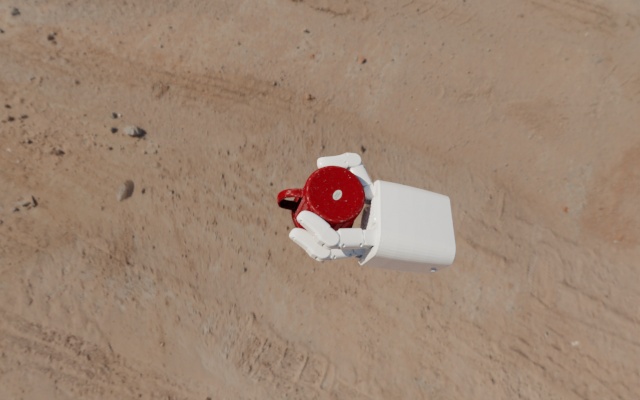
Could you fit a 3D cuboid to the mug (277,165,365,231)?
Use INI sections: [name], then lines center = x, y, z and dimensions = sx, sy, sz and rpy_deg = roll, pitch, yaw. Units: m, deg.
[mug]
center = -0.001, 0.002, 0.644
dimensions = 0.117, 0.093, 0.081
rpy_deg = 10, -22, -9
